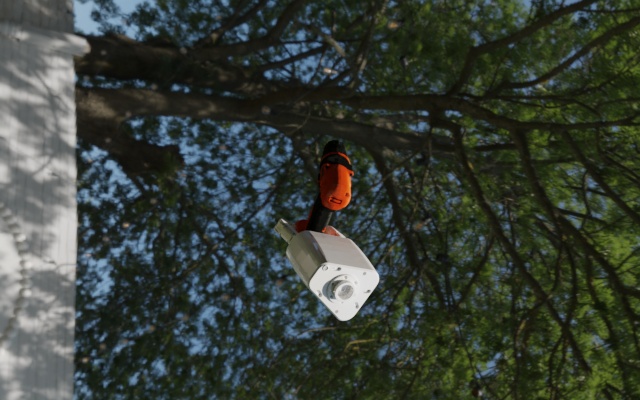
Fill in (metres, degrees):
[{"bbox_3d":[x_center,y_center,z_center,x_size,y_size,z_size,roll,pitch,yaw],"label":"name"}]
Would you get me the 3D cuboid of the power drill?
[{"bbox_3d":[0.000,0.003,0.830,0.057,0.188,0.184,17,32,-8],"label":"power drill"}]
